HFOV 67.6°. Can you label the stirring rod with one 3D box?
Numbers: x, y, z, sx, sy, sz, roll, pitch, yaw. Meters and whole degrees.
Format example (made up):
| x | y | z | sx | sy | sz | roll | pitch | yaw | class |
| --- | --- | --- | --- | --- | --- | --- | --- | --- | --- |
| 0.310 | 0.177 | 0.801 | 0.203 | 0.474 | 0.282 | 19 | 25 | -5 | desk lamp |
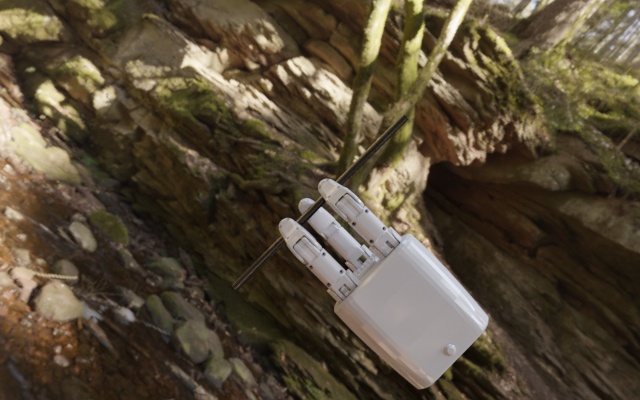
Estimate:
| x | y | z | sx | sy | sz | roll | pitch | yaw | class |
| --- | --- | --- | --- | --- | --- | --- | --- | --- | --- |
| 0.000 | 0.002 | 0.475 | 0.011 | 0.239 | 0.011 | 45 | -1 | 1 | stirring rod |
